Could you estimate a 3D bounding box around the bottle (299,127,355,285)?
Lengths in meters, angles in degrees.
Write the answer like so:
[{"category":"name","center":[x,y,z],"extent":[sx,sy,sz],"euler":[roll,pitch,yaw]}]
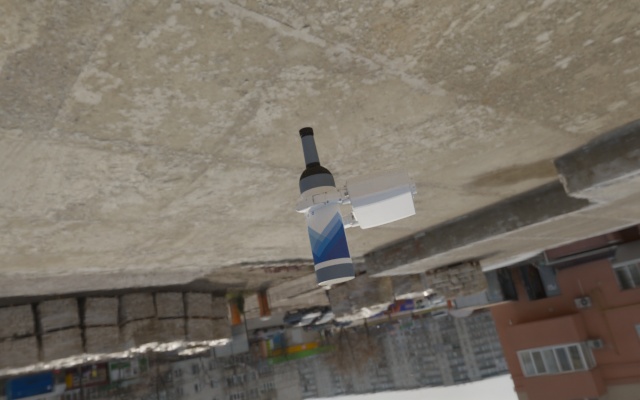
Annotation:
[{"category":"bottle","center":[0.000,0.003,0.878],"extent":[0.069,0.295,0.069],"euler":[-11,-16,-3]}]
